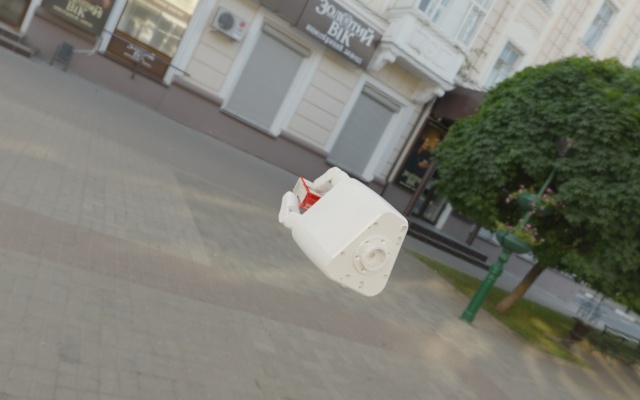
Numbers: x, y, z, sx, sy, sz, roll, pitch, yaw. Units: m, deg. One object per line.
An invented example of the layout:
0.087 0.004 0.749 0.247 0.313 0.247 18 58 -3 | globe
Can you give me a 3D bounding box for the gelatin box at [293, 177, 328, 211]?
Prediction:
0.000 0.002 0.720 0.073 0.030 0.089 26 11 -17 | gelatin box
